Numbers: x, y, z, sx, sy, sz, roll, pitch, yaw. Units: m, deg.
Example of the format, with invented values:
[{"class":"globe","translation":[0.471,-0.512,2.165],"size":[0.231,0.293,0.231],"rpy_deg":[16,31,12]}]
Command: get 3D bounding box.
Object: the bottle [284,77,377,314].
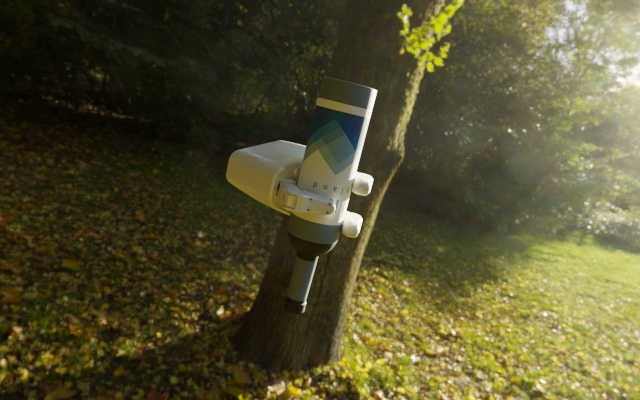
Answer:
[{"class":"bottle","translation":[0.000,0.002,0.594],"size":[0.069,0.296,0.069],"rpy_deg":[13,12,-3]}]
